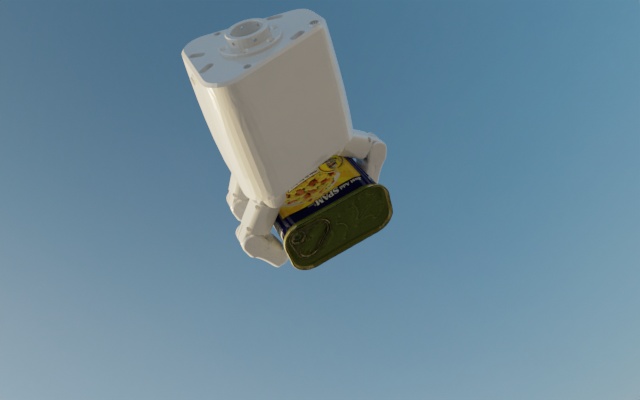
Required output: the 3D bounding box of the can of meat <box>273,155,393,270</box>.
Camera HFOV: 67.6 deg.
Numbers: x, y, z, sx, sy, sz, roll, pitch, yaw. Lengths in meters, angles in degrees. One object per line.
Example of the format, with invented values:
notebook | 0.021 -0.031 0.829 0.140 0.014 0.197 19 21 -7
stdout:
can of meat | 0.000 0.001 0.439 0.102 0.057 0.084 -29 44 -8
